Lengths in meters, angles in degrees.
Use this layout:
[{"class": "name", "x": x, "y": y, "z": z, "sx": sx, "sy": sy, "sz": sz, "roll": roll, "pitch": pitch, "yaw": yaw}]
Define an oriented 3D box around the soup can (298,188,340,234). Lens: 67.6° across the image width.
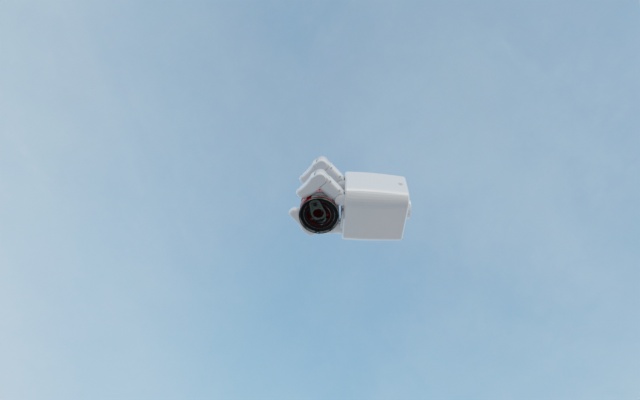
[{"class": "soup can", "x": 0.000, "y": 0.003, "z": 0.829, "sx": 0.068, "sy": 0.068, "sz": 0.102, "roll": 0, "pitch": 28, "yaw": 3}]
